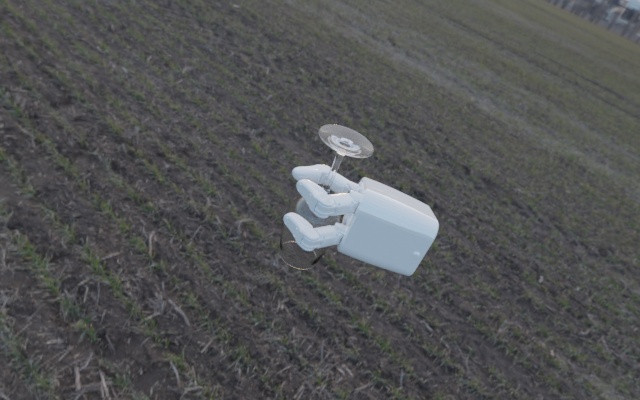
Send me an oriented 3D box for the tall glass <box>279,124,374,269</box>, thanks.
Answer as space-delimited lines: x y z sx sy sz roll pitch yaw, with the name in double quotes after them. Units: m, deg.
0.000 0.002 0.650 0.079 0.201 0.079 16 33 -11 "tall glass"
